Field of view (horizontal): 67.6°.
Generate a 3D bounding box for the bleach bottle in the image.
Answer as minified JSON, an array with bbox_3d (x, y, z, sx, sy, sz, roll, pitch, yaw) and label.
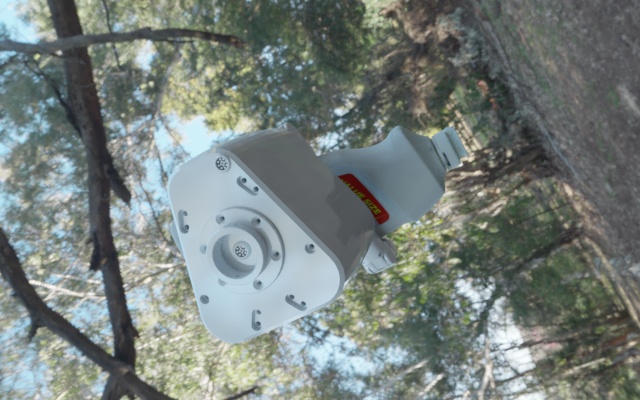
[{"bbox_3d":[0.000,0.001,0.411,0.251,0.102,0.068,-27,7,17],"label":"bleach bottle"}]
